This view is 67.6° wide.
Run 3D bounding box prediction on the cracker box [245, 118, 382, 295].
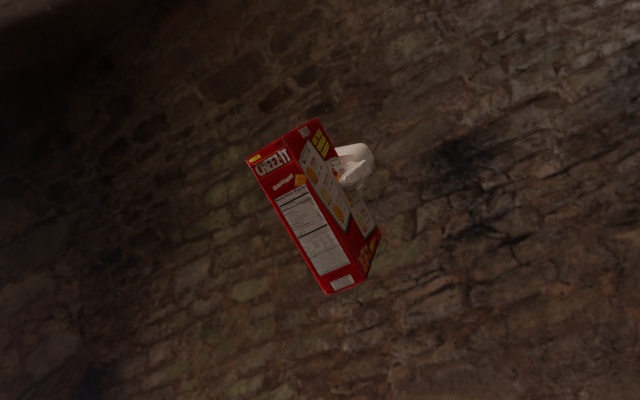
[{"bbox_3d":[0.000,0.002,0.679,0.072,0.214,0.164,-27,9,21],"label":"cracker box"}]
